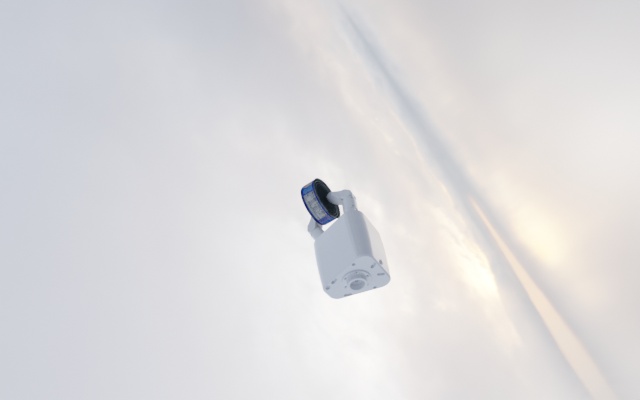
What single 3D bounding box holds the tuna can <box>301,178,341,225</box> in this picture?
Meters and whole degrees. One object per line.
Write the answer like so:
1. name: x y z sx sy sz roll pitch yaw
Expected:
1. tuna can: 0.000 0.003 0.894 0.034 0.086 0.086 -31 -11 19
